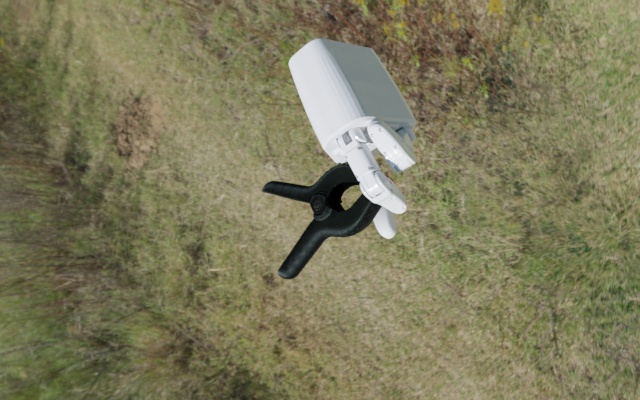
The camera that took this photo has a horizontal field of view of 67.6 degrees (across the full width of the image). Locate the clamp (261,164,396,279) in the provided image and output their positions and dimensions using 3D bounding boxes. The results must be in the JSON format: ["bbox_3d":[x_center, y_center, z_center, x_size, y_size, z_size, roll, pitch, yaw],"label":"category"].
[{"bbox_3d":[0.000,0.002,0.535,0.171,0.120,0.039,-33,-20,26],"label":"clamp"}]
